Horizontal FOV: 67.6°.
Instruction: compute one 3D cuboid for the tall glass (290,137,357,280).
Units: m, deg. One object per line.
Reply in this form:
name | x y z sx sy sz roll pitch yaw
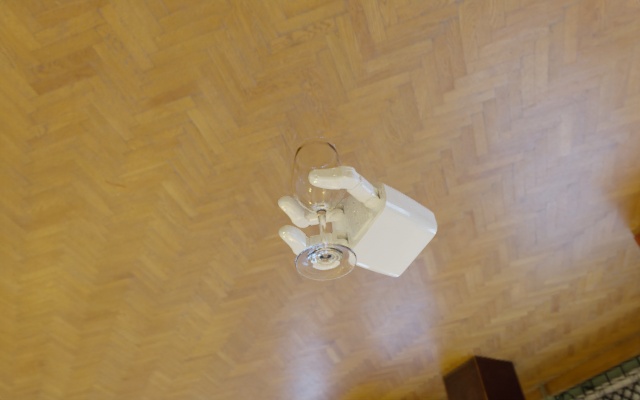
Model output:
tall glass | 0.000 0.002 0.636 0.079 0.200 0.079 -3 -43 -3
